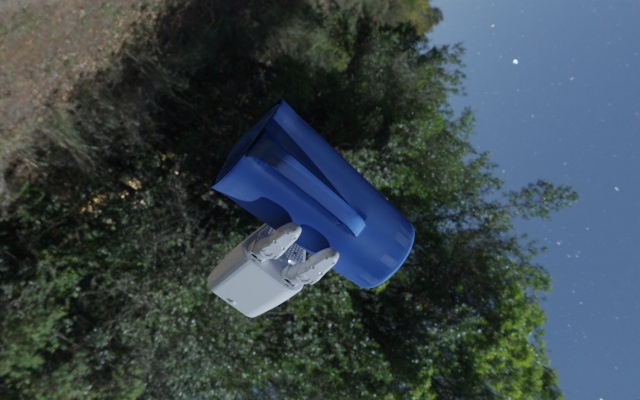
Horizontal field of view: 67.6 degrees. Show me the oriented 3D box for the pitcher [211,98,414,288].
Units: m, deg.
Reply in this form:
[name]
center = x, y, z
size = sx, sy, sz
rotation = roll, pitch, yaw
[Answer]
[pitcher]
center = 0.000, 0.002, 0.581
size = 0.243, 0.149, 0.145
rotation = 39, -51, -15
